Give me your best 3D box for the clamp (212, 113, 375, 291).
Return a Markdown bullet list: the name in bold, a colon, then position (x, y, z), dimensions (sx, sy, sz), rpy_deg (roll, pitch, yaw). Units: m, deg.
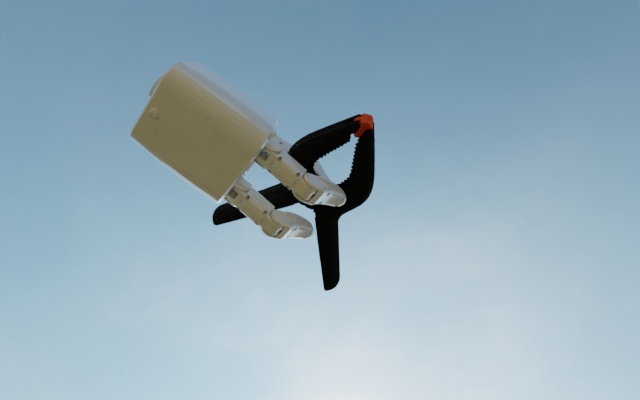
- **clamp**: position (0.000, 0.001, 0.511), dimensions (0.164, 0.210, 0.036), rpy_deg (37, 29, -11)
